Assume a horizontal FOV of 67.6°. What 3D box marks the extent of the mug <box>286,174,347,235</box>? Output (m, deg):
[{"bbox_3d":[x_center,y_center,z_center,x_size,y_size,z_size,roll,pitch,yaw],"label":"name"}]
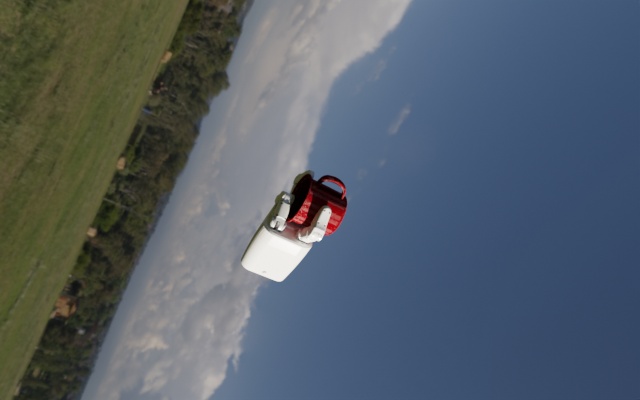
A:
[{"bbox_3d":[0.001,0.002,0.844,0.081,0.117,0.093,26,32,-19],"label":"mug"}]
